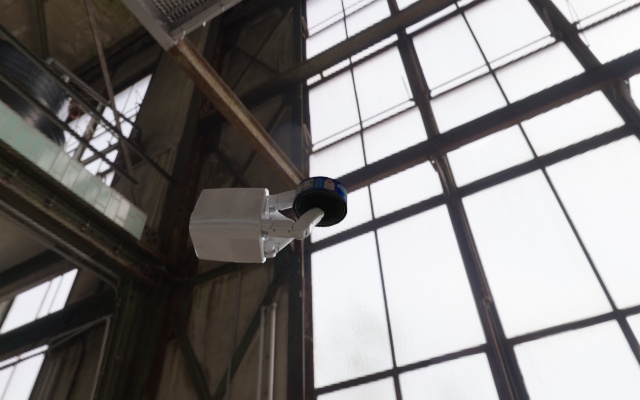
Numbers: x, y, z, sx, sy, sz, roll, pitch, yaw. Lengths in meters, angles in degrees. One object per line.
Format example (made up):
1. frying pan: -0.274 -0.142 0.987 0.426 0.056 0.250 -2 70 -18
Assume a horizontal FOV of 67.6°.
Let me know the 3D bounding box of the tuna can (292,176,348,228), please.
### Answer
1. tuna can: 0.000 0.002 0.743 0.086 0.033 0.086 3 -43 3
